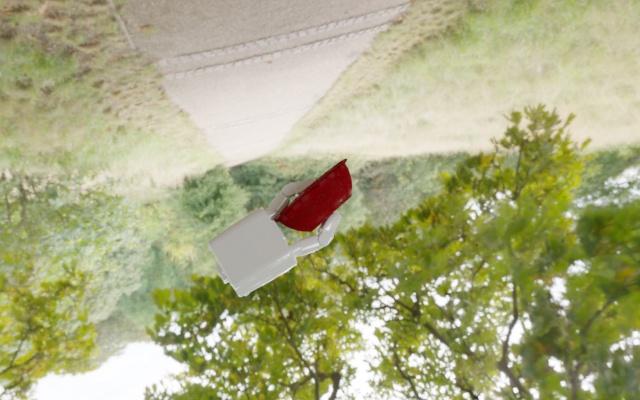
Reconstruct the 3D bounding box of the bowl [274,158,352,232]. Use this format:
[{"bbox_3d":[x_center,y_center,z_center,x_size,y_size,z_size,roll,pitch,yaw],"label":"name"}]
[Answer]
[{"bbox_3d":[0.001,0.002,0.795,0.162,0.055,0.162,-42,-2,-2],"label":"bowl"}]
